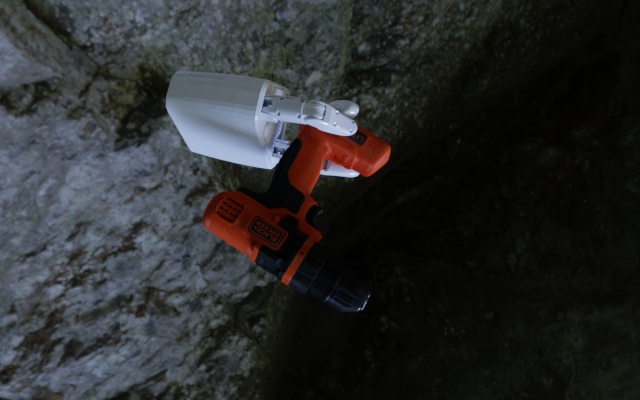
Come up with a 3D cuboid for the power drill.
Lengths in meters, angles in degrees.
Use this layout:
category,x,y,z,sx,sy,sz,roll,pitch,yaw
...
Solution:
category,x,y,z,sx,sy,sz,roll,pitch,yaw
power drill,0.000,0.001,0.502,0.184,0.187,0.057,32,-27,3
